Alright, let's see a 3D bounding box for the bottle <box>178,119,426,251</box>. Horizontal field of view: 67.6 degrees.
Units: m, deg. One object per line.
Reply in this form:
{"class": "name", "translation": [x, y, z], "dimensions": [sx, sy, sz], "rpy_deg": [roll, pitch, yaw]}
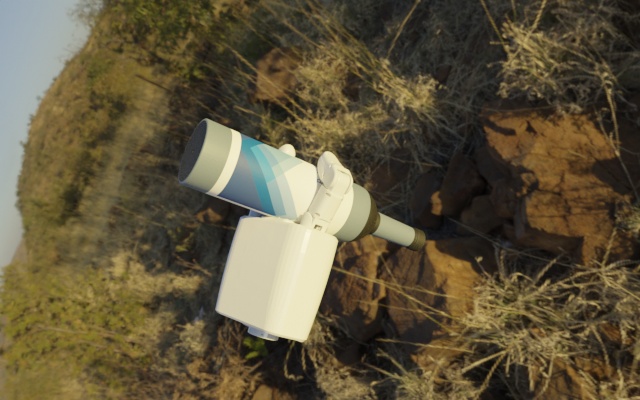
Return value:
{"class": "bottle", "translation": [0.000, 0.002, 0.517], "dimensions": [0.296, 0.069, 0.069], "rpy_deg": [22, -11, -29]}
